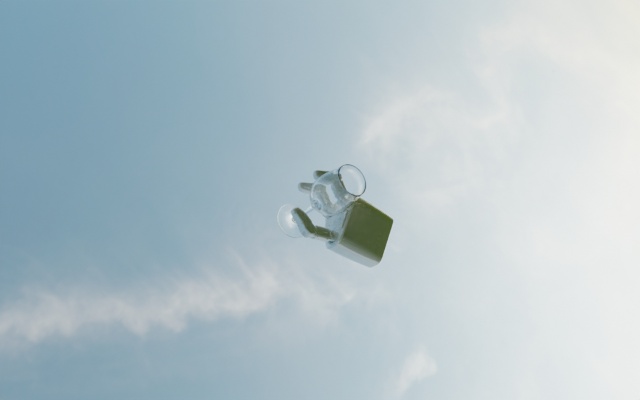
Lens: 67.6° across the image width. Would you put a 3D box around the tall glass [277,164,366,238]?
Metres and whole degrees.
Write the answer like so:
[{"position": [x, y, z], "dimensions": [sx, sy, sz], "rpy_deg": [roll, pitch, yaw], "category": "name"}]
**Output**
[{"position": [0.000, 0.003, 0.900], "dimensions": [0.079, 0.079, 0.201], "rpy_deg": [0, -23, -37], "category": "tall glass"}]
